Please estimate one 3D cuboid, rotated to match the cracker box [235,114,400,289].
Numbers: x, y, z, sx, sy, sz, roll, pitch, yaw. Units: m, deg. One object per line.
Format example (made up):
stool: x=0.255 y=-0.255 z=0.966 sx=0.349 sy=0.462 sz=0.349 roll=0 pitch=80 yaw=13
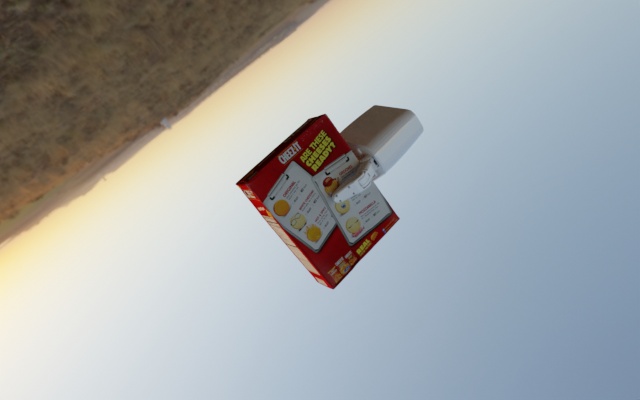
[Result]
cracker box: x=0.000 y=0.003 z=0.740 sx=0.164 sy=0.214 sz=0.072 roll=-44 pitch=19 yaw=-18
